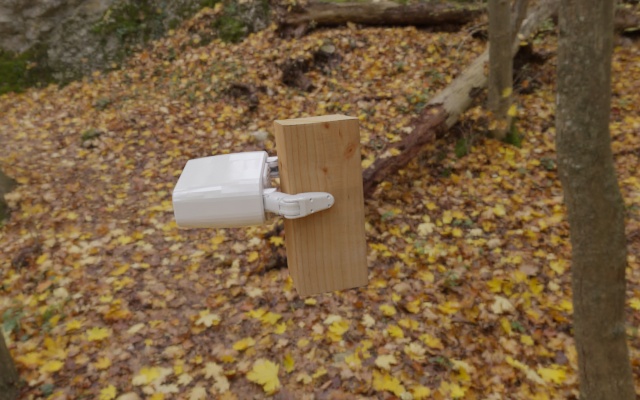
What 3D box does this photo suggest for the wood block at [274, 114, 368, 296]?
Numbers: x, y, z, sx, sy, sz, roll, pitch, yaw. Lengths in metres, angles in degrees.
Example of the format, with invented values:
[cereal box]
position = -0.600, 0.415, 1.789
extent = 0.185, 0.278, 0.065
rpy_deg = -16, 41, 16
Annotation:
[wood block]
position = 0.000, 0.002, 0.599
extent = 0.090, 0.206, 0.090
rpy_deg = -7, 14, -11
